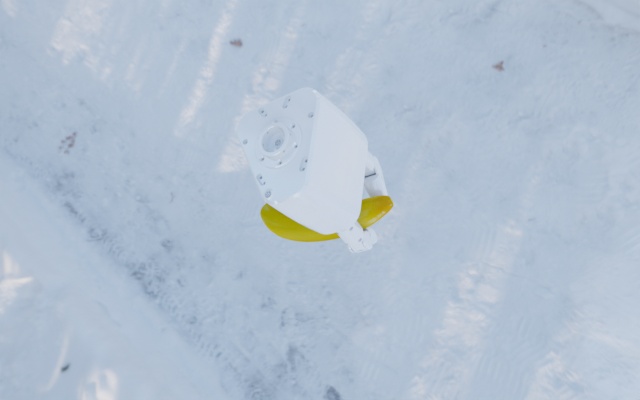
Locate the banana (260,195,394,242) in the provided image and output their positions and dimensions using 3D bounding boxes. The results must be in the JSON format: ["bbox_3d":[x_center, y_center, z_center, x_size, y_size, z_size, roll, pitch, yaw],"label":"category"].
[{"bbox_3d":[-0.008,0.019,0.579,0.198,0.069,0.037,5,-21,37],"label":"banana"}]
